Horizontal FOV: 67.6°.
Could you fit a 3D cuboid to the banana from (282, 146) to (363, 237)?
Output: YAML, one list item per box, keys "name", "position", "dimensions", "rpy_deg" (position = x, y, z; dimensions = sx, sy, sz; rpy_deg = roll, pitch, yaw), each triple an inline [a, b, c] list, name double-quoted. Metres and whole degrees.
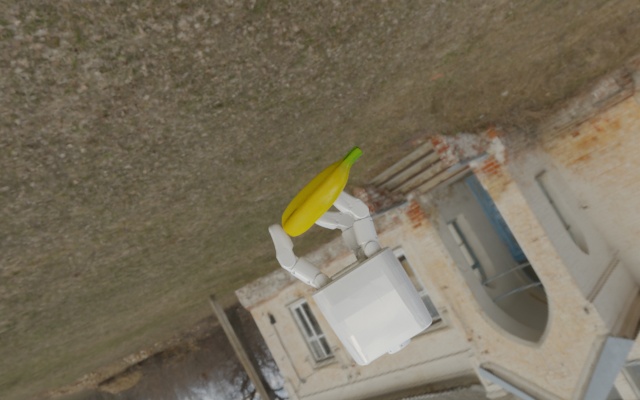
- name: "banana"
  position: [-0.012, 0.008, 0.574]
  dimensions: [0.069, 0.037, 0.198]
  rpy_deg: [-32, -8, -35]
